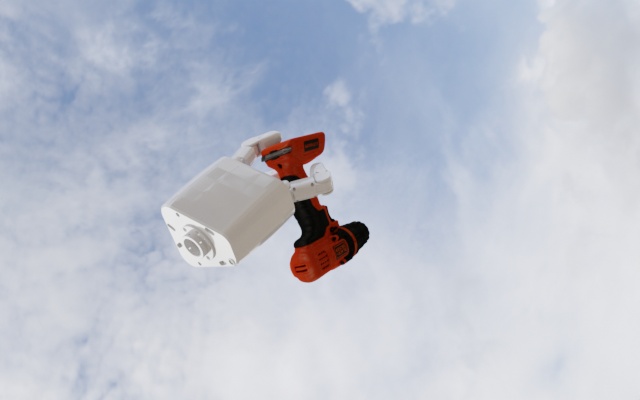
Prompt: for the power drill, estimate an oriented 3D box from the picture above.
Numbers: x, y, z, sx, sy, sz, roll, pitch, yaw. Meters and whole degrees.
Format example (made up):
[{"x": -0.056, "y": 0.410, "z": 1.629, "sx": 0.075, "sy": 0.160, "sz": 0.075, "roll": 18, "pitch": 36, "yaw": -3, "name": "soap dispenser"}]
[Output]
[{"x": 0.000, "y": 0.002, "z": 0.664, "sx": 0.057, "sy": 0.187, "sz": 0.184, "roll": -18, "pitch": 3, "yaw": 30, "name": "power drill"}]
